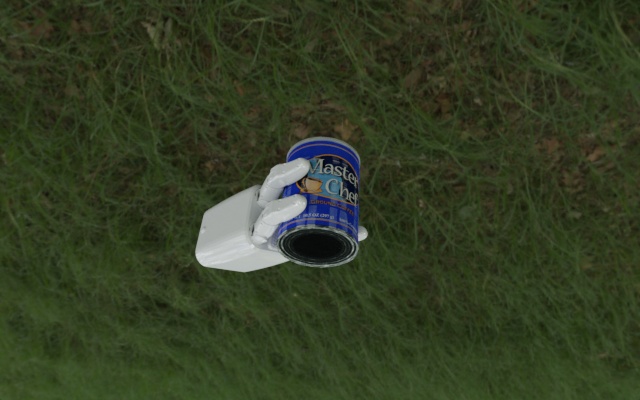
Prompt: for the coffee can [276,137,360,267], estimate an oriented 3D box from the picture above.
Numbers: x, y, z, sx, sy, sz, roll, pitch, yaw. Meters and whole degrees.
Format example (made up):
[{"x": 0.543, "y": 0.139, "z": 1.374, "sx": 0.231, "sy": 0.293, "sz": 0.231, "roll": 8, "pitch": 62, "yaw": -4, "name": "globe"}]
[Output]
[{"x": 0.000, "y": 0.002, "z": 0.628, "sx": 0.103, "sy": 0.140, "sz": 0.103, "roll": 3, "pitch": -35, "yaw": 2, "name": "coffee can"}]
